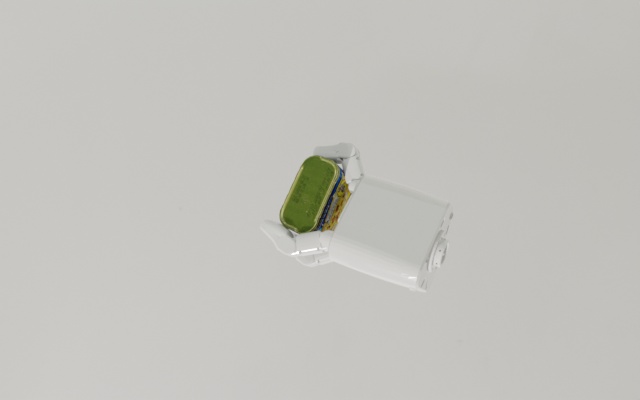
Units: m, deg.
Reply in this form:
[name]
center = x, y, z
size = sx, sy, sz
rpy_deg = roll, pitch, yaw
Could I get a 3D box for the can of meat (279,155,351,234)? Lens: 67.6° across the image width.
[can of meat]
center = 0.000, 0.002, 0.601
size = 0.057, 0.102, 0.084
rpy_deg = 21, -6, 25
